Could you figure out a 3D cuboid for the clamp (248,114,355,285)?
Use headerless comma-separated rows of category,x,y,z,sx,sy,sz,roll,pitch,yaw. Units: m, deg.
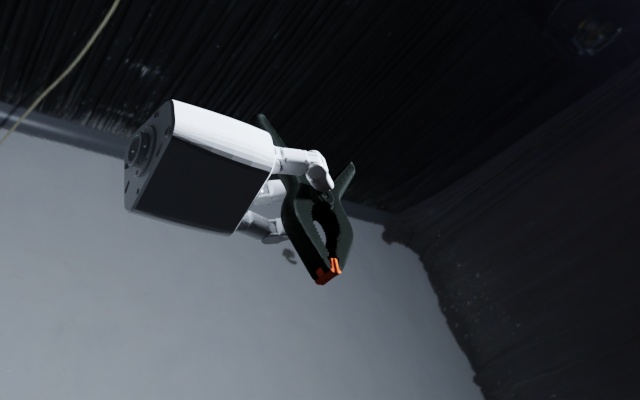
clamp,0.001,0.002,0.553,0.164,0.209,0.036,17,-46,-39
